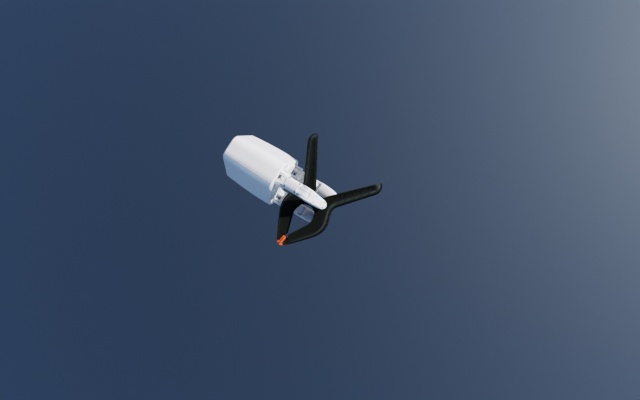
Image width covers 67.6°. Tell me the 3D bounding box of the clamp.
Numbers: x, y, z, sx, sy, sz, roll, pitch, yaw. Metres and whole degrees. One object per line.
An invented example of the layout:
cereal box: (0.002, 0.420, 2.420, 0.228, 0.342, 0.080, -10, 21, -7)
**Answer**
clamp: (0.000, 0.003, 0.871, 0.164, 0.210, 0.036, 32, -3, 9)
